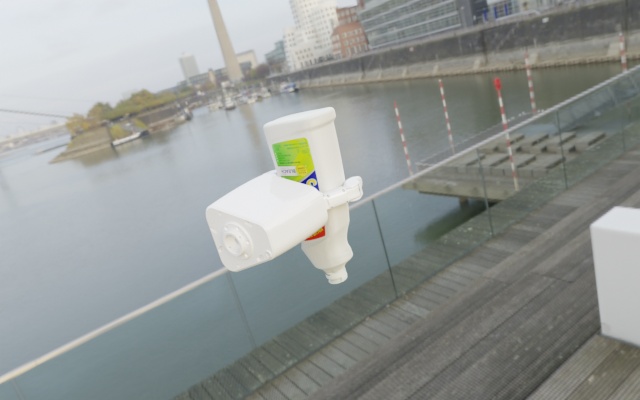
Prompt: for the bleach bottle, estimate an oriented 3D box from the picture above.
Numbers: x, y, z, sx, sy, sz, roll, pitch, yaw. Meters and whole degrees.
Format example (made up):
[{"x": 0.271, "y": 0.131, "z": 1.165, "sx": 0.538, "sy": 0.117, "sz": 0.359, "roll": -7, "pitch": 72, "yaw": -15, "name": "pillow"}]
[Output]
[{"x": 0.000, "y": 0.002, "z": 0.677, "sx": 0.102, "sy": 0.251, "sz": 0.068, "roll": -3, "pitch": 21, "yaw": 38, "name": "bleach bottle"}]
